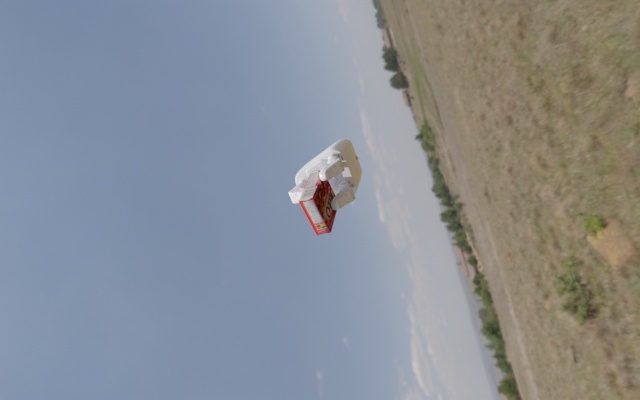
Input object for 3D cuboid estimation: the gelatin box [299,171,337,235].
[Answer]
[{"bbox_3d":[0.000,0.003,0.805,0.030,0.073,0.089,-14,30,22],"label":"gelatin box"}]
